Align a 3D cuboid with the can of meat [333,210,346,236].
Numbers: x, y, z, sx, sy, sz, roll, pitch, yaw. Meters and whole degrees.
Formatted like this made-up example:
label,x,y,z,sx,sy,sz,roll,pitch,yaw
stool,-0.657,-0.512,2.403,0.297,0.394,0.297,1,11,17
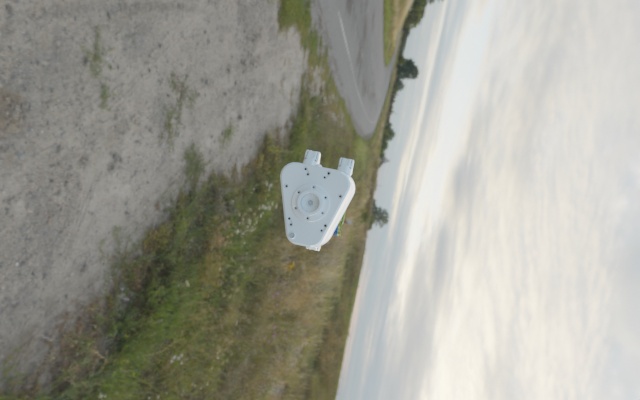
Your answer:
label,x,y,z,sx,sy,sz,roll,pitch,yaw
can of meat,0.000,0.003,0.763,0.084,0.102,0.057,11,-3,6
